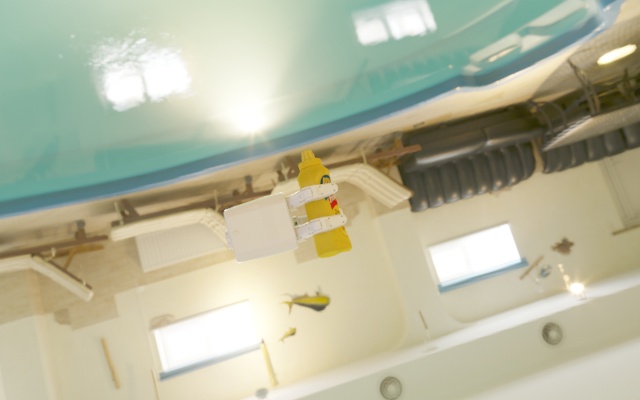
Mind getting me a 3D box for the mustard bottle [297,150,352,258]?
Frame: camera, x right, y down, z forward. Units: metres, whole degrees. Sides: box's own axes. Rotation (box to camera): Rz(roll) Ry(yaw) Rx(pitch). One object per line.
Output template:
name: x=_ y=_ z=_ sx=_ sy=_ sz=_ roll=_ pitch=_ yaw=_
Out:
mustard bottle: x=0.001 y=0.003 z=0.839 sx=0.058 sy=0.191 sz=0.096 roll=-19 pitch=-10 yaw=17
